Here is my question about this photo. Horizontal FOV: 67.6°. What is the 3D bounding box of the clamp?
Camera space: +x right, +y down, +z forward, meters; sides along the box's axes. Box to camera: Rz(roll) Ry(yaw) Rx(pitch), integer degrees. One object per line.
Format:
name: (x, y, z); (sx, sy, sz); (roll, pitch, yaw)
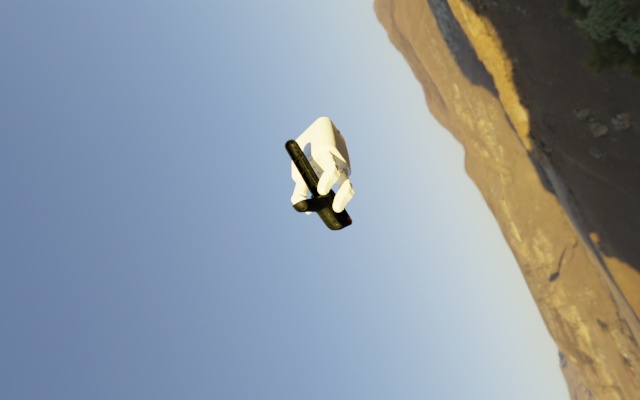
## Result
clamp: (0.000, 0.003, 0.889); (0.036, 0.164, 0.210); (-26, -49, 19)
